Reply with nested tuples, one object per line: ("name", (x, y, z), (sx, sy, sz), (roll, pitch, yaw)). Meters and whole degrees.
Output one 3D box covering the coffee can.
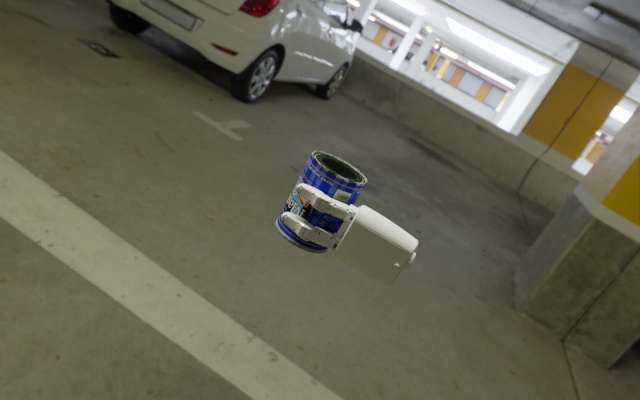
("coffee can", (0.000, 0.003, 0.802), (0.103, 0.140, 0.102), (25, 20, -10))
